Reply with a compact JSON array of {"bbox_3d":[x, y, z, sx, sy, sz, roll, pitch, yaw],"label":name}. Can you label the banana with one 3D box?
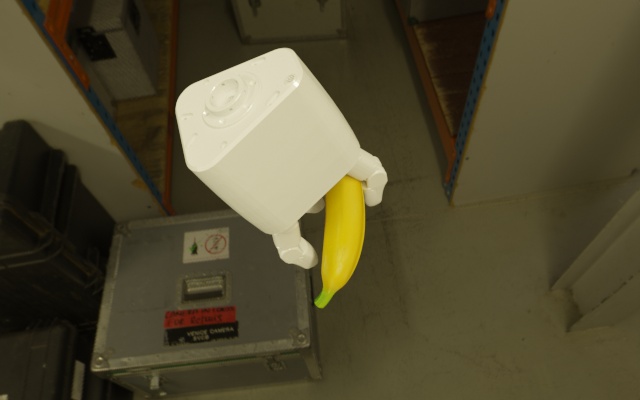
[{"bbox_3d":[0.013,-0.001,0.465,0.037,0.197,0.069,23,-32,-39],"label":"banana"}]
